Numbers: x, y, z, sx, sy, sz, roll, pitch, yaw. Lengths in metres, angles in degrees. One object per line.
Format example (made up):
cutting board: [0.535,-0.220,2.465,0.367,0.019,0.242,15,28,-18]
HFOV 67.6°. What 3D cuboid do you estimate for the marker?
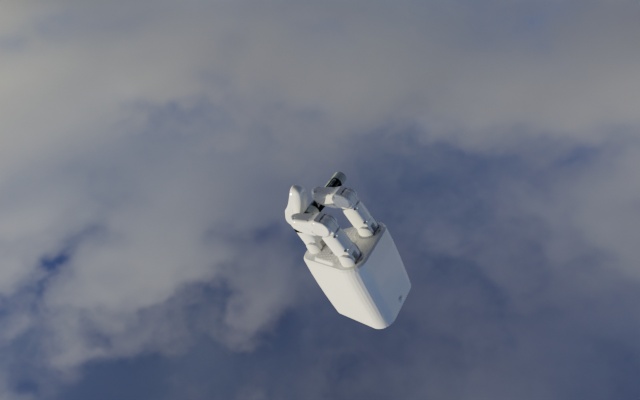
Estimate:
marker: [0.000,0.002,0.637,0.020,0.020,0.121,0,36,36]
